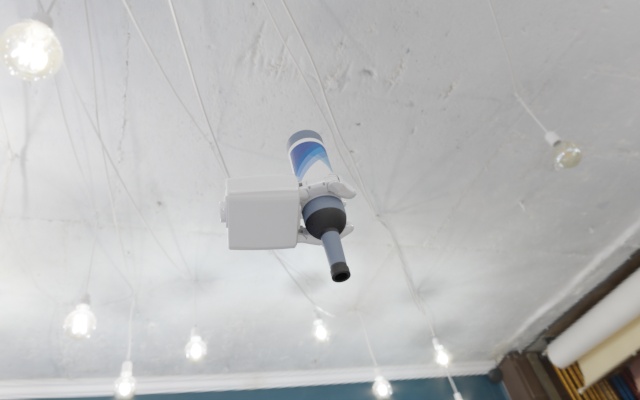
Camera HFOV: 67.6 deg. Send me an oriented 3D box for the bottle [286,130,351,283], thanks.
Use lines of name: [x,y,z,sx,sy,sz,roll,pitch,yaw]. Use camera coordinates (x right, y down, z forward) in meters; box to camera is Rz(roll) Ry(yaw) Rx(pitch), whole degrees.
bottle: [0.000,0.002,0.759,0.069,0.295,0.069,-8,-44,-8]
